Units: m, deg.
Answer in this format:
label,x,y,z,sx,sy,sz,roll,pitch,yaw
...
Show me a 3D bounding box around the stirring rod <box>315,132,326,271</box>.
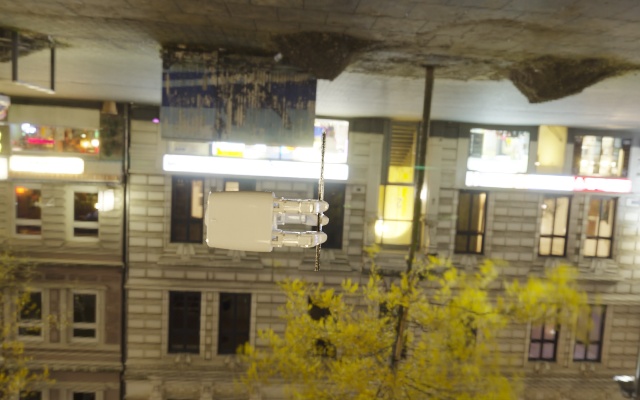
label,x,y,z,sx,sy,sz,roll,pitch,yaw
stirring rod,0.000,0.003,0.824,0.011,0.239,0.011,3,5,0
